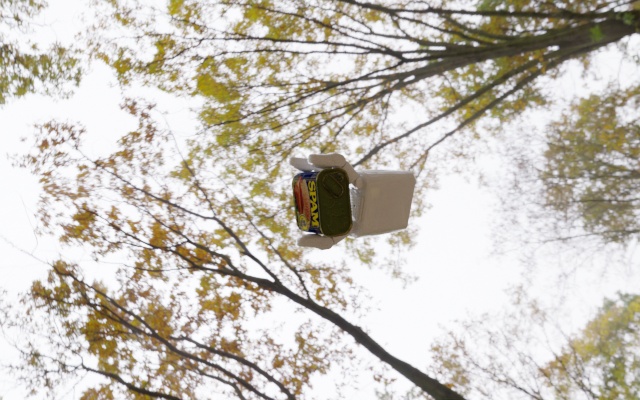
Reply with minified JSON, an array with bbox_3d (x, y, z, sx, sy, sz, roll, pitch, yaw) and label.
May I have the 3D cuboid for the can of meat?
[{"bbox_3d":[0.000,0.003,0.738,0.057,0.102,0.084,-8,5,-31],"label":"can of meat"}]
